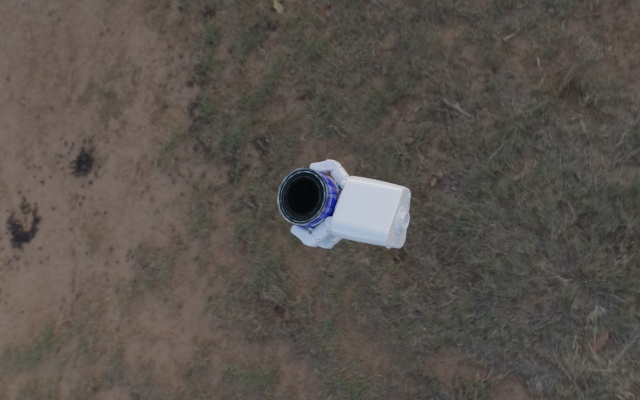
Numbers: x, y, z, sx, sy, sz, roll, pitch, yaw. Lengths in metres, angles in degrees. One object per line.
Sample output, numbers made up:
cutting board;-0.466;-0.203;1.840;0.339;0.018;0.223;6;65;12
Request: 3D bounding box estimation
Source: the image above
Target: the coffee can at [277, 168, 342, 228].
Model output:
coffee can;0.000;0.003;0.889;0.103;0.103;0.140;0;-8;29
